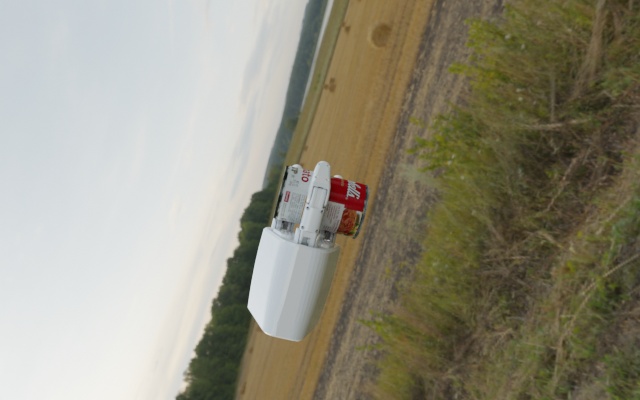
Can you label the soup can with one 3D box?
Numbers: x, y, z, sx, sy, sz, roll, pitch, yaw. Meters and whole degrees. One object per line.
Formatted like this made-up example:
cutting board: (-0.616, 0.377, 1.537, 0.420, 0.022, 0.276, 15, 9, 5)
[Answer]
soup can: (0.000, 0.001, 0.575, 0.102, 0.068, 0.068, 14, -1, -5)
